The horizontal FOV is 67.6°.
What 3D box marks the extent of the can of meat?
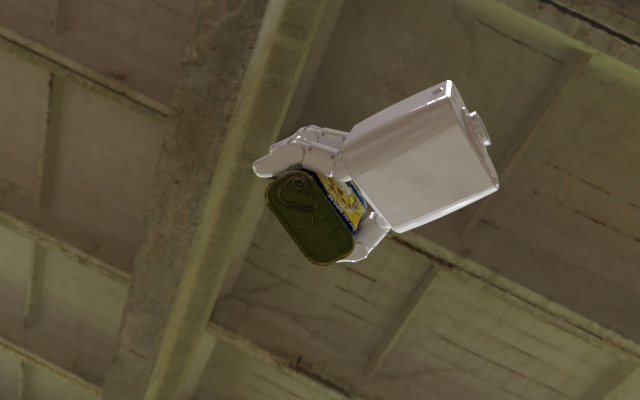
[{"bbox_3d":[0.000,0.002,0.494,0.057,0.102,0.084,-29,15,27],"label":"can of meat"}]
